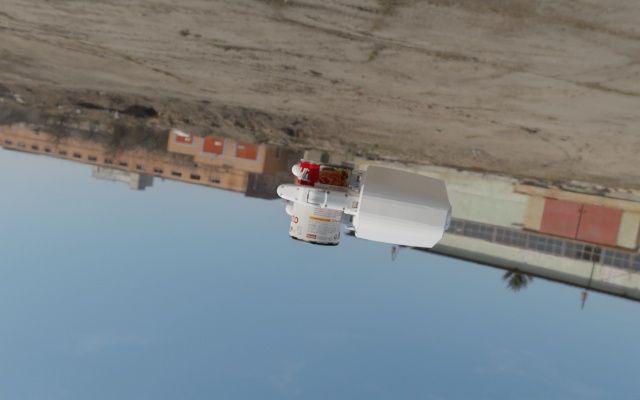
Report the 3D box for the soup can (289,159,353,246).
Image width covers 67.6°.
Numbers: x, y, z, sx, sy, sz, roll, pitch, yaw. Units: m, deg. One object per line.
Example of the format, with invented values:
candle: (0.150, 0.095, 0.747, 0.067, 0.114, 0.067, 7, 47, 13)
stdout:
soup can: (0.000, 0.002, 0.616, 0.068, 0.102, 0.068, 9, 4, -1)
